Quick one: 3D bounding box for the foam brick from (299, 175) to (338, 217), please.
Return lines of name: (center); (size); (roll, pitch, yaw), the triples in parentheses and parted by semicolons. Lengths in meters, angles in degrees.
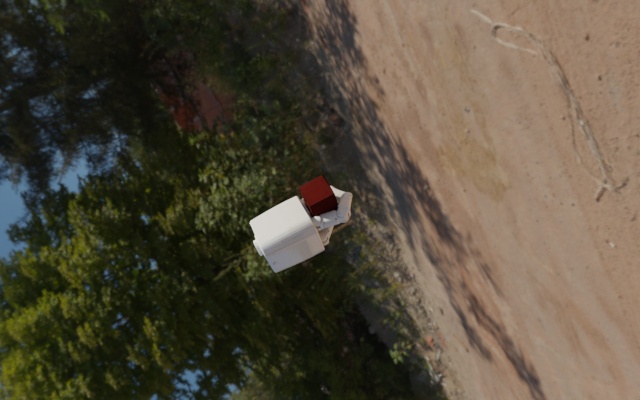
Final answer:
foam brick: (0.000, 0.003, 0.886); (0.051, 0.053, 0.078); (-26, -37, -5)
